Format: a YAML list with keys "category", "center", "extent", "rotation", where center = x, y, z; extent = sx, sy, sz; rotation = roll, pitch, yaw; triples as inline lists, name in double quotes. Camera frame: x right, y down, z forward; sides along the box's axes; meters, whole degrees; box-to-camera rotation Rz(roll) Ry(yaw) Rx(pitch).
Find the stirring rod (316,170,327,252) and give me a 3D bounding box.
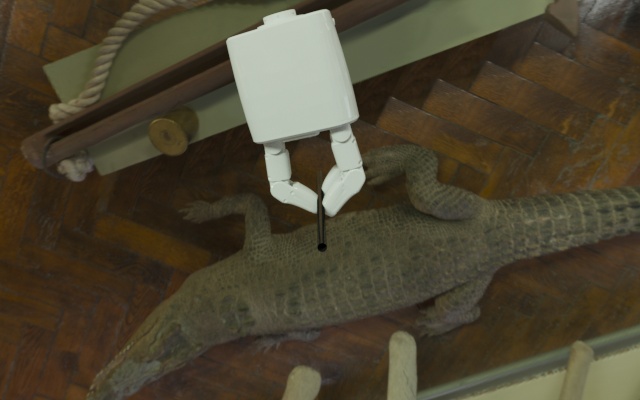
- category: "stirring rod"
  center: [0.000, 0.002, 0.509]
  extent: [0.011, 0.011, 0.239]
  rotation: [0, 18, -1]
